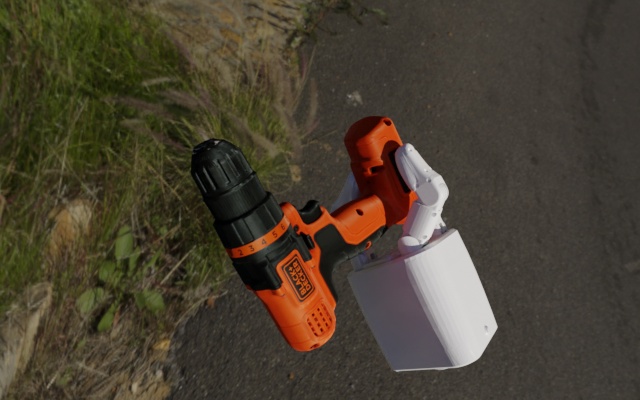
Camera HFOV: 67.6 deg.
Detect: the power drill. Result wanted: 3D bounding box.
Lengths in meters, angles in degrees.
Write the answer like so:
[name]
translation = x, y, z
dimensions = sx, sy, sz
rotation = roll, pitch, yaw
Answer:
[power drill]
translation = 0.001, 0.001, 0.404
dimensions = 0.187, 0.184, 0.057
rotation = -38, 24, -32
